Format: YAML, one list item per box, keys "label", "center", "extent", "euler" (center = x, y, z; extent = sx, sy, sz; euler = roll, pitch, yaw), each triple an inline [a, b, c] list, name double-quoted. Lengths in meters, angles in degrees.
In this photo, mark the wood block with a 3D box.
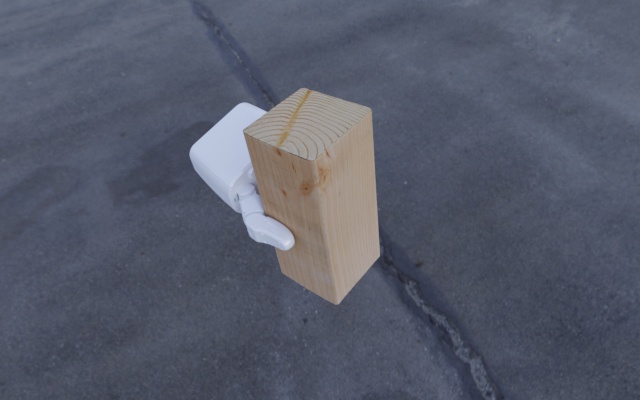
- label: "wood block"
  center: [0.000, 0.002, 0.507]
  extent: [0.090, 0.206, 0.090]
  euler: [25, 53, 32]
